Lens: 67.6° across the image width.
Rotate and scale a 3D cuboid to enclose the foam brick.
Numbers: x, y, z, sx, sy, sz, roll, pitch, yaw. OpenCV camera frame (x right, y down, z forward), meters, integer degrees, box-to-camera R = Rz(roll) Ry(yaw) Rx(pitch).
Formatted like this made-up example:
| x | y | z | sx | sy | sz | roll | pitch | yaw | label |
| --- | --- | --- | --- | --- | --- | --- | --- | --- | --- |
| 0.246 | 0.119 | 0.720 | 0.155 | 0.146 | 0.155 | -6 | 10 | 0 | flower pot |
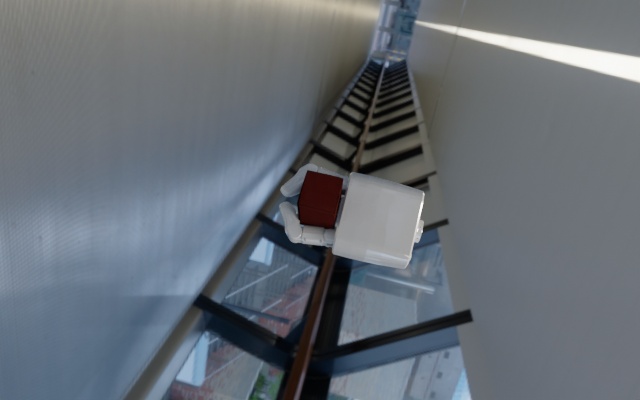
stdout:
| x | y | z | sx | sy | sz | roll | pitch | yaw | label |
| --- | --- | --- | --- | --- | --- | --- | --- | --- | --- |
| 0.000 | 0.002 | 0.650 | 0.051 | 0.053 | 0.078 | 14 | -22 | 5 | foam brick |
